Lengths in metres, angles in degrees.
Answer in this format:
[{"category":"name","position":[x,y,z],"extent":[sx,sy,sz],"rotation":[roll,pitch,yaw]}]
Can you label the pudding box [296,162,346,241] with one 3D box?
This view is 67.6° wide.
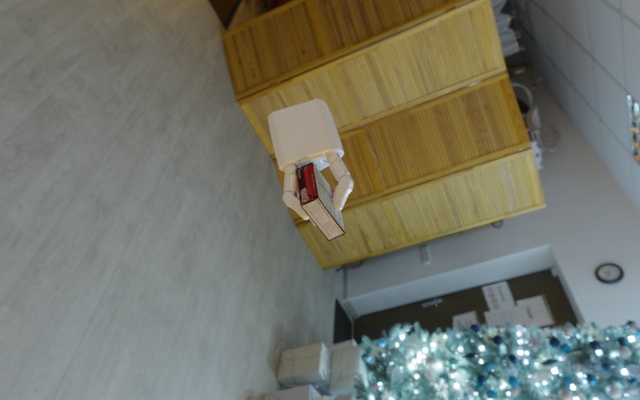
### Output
[{"category":"pudding box","position":[0.000,0.003,0.826],"extent":[0.039,0.090,0.113],"rotation":[-24,-45,16]}]
